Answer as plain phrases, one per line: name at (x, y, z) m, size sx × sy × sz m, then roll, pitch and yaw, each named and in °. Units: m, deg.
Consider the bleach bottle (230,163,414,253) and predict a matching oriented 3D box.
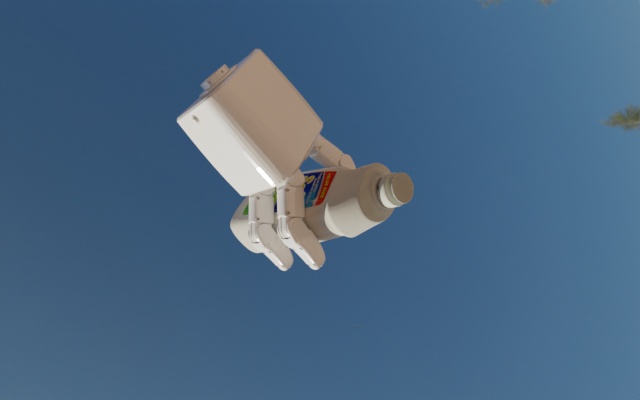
bleach bottle at (0.000, 0.002, 0.522) m, size 0.251 × 0.068 × 0.102 m, roll -14°, pitch 33°, yaw 51°
